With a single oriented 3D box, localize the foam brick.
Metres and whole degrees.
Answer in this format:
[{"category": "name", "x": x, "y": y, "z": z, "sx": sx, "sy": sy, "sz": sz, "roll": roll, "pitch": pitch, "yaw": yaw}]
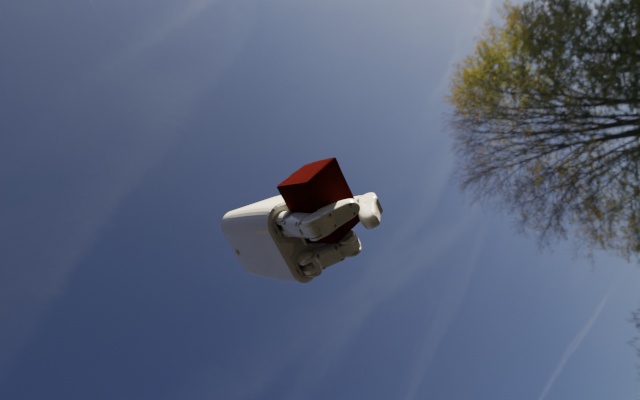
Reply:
[{"category": "foam brick", "x": 0.000, "y": 0.001, "z": 0.518, "sx": 0.051, "sy": 0.078, "sz": 0.053, "roll": -4, "pitch": 28, "yaw": 47}]
